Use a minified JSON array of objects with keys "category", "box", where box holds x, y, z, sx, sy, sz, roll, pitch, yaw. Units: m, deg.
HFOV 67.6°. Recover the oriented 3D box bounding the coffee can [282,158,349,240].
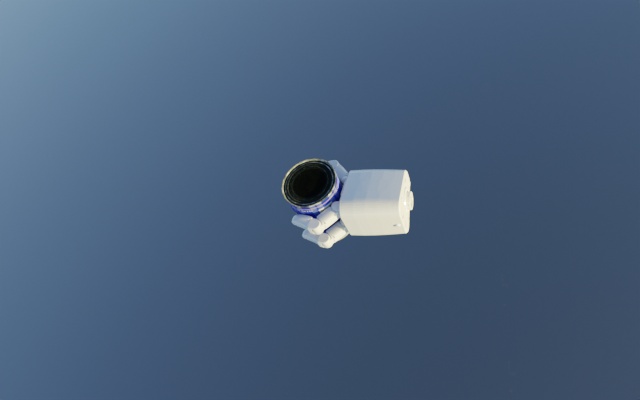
[{"category":"coffee can","box":[0.000,0.003,0.896,0.103,0.102,0.140,0,-31,21]}]
